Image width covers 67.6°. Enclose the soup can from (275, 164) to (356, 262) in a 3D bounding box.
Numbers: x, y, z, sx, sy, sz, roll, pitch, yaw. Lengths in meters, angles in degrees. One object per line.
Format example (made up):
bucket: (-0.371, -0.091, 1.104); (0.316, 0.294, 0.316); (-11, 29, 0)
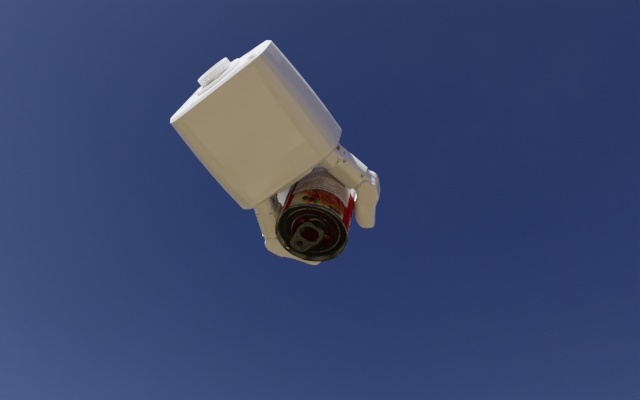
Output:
soup can: (0.001, 0.002, 0.475); (0.068, 0.069, 0.102); (0, 36, 13)
